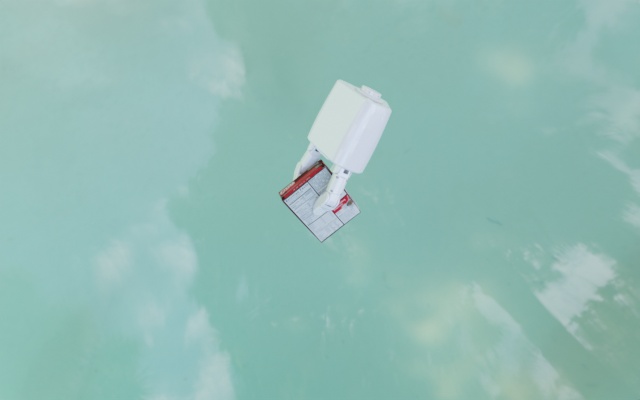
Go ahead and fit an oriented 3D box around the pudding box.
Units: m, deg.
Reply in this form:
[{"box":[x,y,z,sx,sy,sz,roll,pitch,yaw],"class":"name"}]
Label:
[{"box":[0.000,0.003,0.785,0.090,0.113,0.039,-38,28,5],"class":"pudding box"}]
